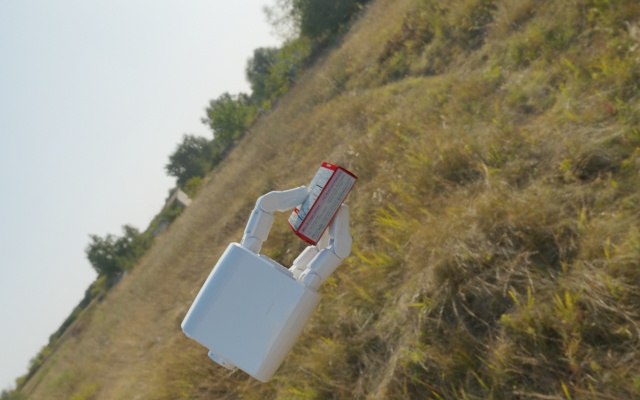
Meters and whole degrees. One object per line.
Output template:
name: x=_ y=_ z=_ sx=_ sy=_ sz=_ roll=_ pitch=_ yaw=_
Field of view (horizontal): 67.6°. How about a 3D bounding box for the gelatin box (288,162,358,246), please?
gelatin box: x=0.000 y=0.001 z=0.540 sx=0.030 sy=0.089 sz=0.073 roll=31 pitch=1 yaw=-14
